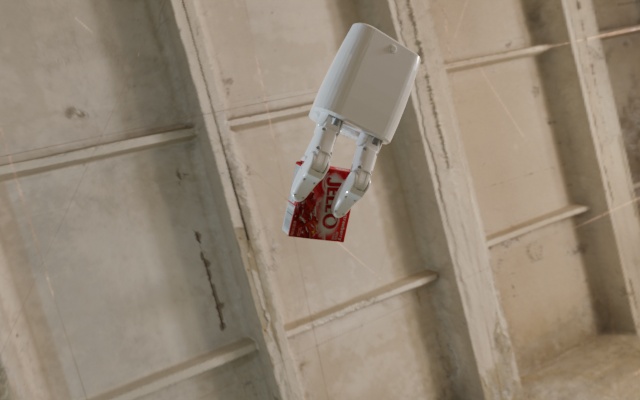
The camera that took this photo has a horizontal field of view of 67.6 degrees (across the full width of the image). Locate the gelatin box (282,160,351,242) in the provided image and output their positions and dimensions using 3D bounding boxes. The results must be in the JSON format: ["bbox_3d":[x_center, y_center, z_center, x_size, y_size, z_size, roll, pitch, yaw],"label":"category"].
[{"bbox_3d":[0.000,0.002,0.570,0.073,0.089,0.030,8,11,-23],"label":"gelatin box"}]
